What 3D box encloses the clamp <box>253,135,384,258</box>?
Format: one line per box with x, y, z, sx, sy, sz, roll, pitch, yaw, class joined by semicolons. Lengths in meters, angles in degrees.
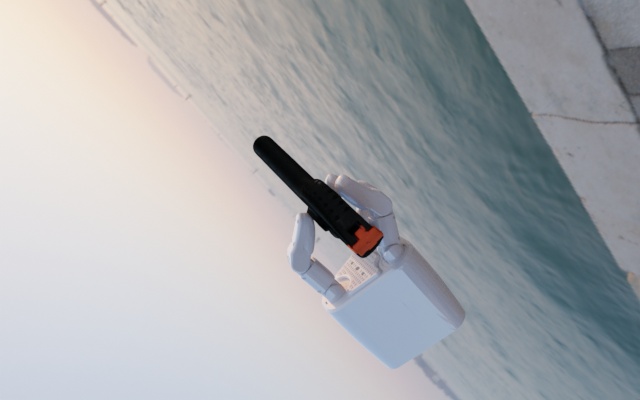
0.000;0.002;0.487;0.164;0.036;0.210;46;-3;-17;clamp
